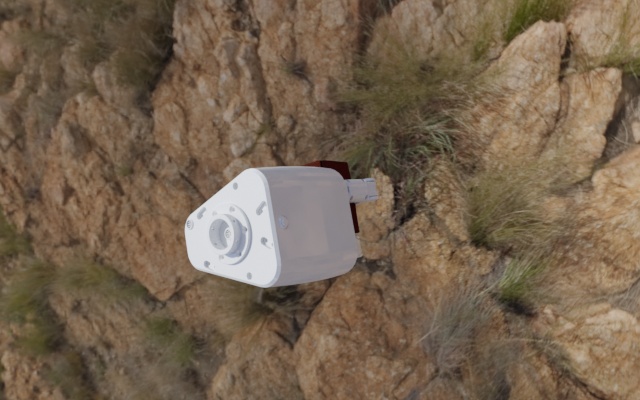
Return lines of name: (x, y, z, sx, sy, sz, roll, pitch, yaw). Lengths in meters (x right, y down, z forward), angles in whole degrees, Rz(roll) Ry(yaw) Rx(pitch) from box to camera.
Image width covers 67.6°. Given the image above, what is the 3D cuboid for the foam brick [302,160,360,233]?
foam brick: (0.000, 0.001, 0.490, 0.053, 0.078, 0.051, -15, -8, 36)
